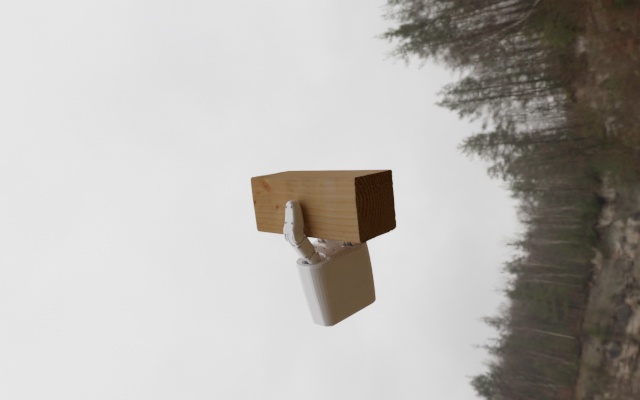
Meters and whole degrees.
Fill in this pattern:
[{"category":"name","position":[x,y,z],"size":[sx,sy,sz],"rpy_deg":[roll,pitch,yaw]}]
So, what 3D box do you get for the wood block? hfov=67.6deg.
[{"category":"wood block","position":[0.000,0.003,0.716],"size":[0.206,0.090,0.091],"rpy_deg":[2,12,41]}]
